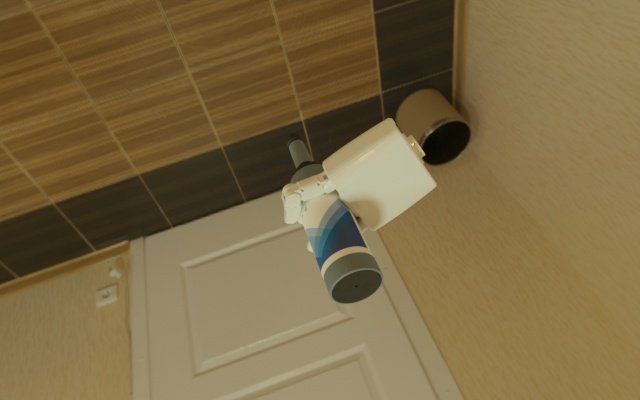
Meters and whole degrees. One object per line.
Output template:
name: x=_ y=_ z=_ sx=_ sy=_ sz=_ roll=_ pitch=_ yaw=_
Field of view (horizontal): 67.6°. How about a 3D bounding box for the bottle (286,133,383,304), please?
bottle: x=0.000 y=0.002 z=0.655 sx=0.069 sy=0.069 sz=0.295 roll=0 pitch=42 yaw=-23
